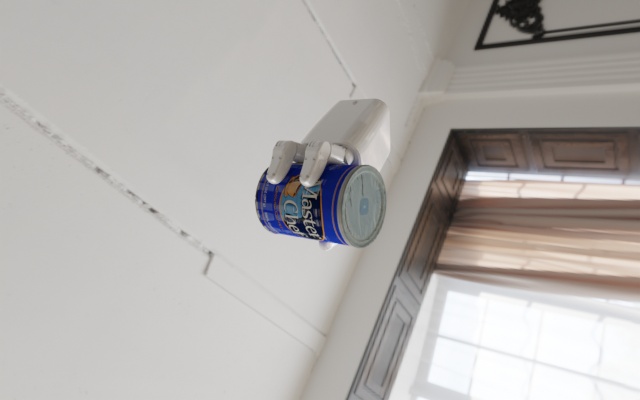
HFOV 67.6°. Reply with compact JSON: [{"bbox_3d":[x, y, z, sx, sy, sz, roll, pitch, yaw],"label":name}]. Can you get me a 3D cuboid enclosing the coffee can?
[{"bbox_3d":[0.000,0.002,0.623,0.140,0.103,0.103,6,4,37],"label":"coffee can"}]
